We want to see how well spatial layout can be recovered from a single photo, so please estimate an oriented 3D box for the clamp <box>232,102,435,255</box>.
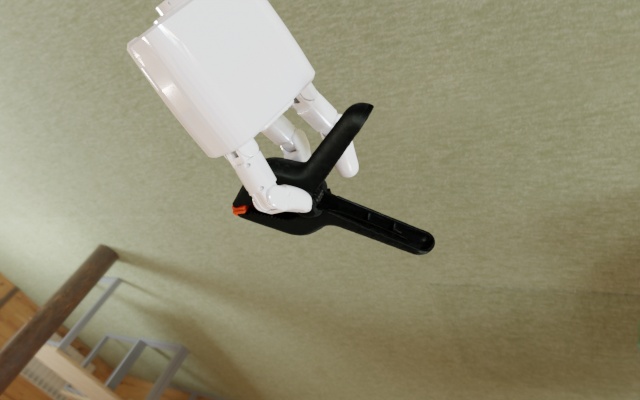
[{"bbox_3d":[-0.001,0.002,0.468,0.210,0.165,0.036,-13,33,39],"label":"clamp"}]
